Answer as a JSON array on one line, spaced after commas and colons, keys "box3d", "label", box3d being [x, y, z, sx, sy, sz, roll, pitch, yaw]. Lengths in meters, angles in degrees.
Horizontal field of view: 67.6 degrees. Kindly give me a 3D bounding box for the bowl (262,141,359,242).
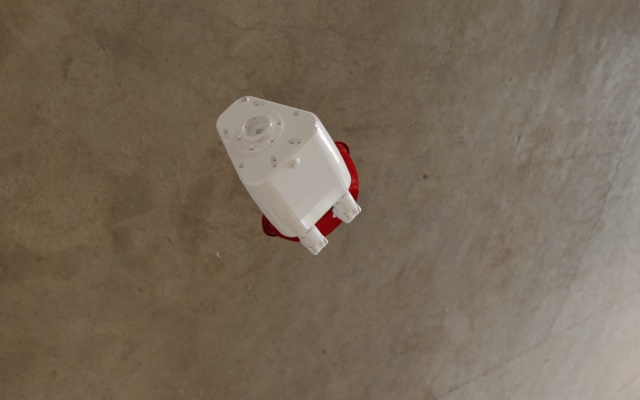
[{"box3d": [0.001, 0.003, 0.632, 0.055, 0.162, 0.162, 42, 17, 20], "label": "bowl"}]
